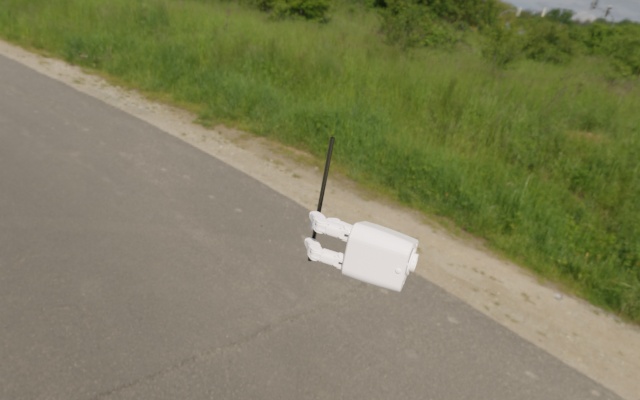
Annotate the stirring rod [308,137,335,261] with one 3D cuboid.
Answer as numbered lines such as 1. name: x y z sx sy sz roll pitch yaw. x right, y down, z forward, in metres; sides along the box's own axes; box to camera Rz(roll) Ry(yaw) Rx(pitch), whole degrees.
1. stirring rod: 0.000 0.003 0.860 0.011 0.240 0.011 9 21 -4
